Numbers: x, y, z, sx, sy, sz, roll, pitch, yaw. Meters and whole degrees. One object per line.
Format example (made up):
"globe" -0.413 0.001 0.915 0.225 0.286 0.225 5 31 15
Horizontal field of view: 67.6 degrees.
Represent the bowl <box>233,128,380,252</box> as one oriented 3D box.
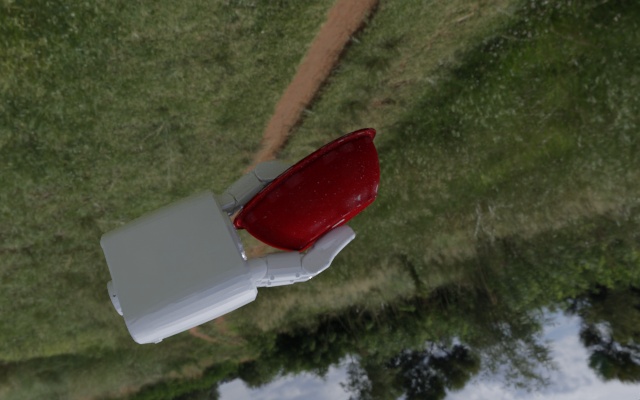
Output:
"bowl" 0.001 0.001 0.451 0.162 0.055 0.162 -34 -7 -5
